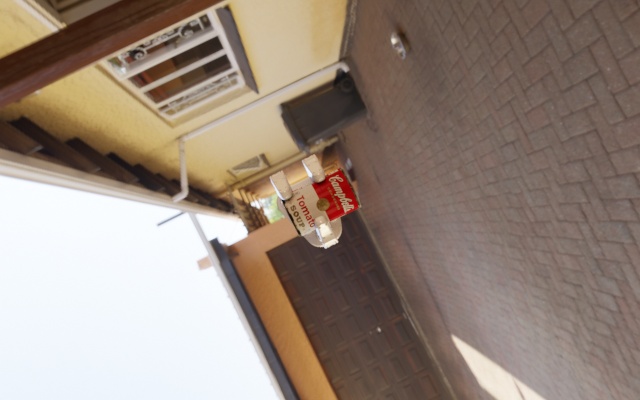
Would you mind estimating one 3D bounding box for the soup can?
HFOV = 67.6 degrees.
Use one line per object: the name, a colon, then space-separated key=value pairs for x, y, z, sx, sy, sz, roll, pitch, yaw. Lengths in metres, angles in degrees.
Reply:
soup can: x=0.000 y=0.003 z=0.712 sx=0.102 sy=0.068 sz=0.068 roll=-26 pitch=1 yaw=-2
